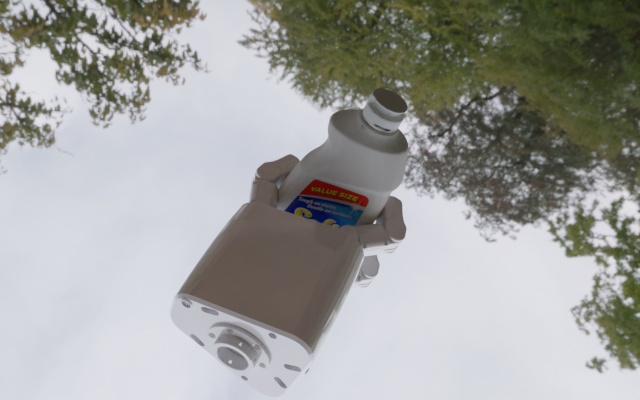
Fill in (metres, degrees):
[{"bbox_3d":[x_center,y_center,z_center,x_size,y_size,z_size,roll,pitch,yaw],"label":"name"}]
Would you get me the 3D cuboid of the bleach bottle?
[{"bbox_3d":[0.000,0.001,0.440,0.102,0.251,0.068,31,43,2],"label":"bleach bottle"}]
